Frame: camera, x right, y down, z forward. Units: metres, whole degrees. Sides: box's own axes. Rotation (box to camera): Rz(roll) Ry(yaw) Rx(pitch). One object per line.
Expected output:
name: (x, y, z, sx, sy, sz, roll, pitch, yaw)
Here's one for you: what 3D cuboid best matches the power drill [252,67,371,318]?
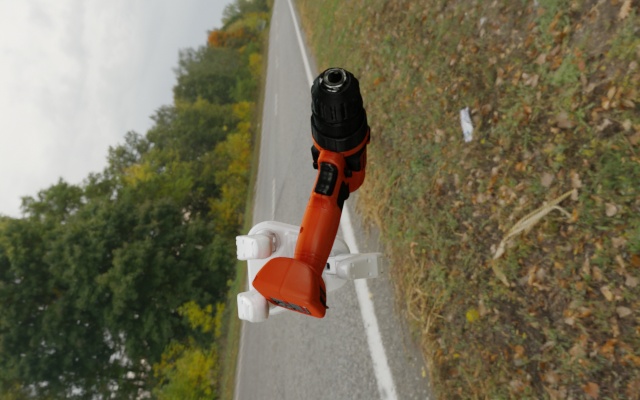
power drill: (0.000, 0.002, 0.426, 0.057, 0.187, 0.184, 15, -20, 13)
